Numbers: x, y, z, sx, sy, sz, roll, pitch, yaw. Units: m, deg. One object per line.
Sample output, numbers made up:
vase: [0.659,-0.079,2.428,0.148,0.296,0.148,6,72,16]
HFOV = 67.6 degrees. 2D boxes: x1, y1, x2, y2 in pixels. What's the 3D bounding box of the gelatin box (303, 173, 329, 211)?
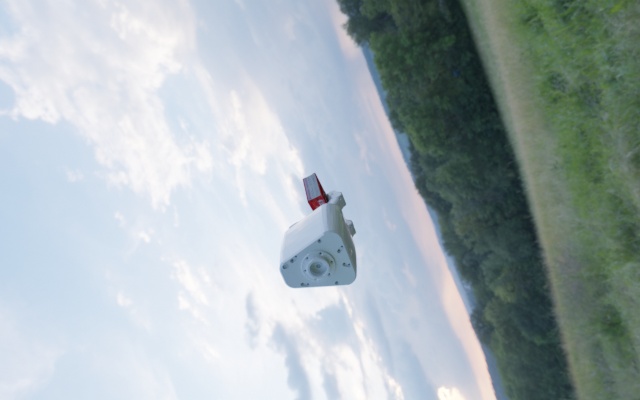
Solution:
gelatin box: [0.000,0.003,0.852,0.030,0.073,0.089,-26,31,5]
